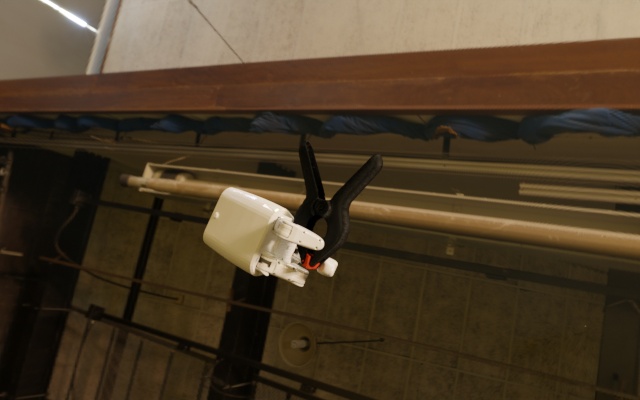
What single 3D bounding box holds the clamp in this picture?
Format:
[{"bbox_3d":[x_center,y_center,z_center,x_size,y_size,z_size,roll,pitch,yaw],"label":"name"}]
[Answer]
[{"bbox_3d":[0.000,0.002,0.631,0.120,0.171,0.039,23,-1,33],"label":"clamp"}]
